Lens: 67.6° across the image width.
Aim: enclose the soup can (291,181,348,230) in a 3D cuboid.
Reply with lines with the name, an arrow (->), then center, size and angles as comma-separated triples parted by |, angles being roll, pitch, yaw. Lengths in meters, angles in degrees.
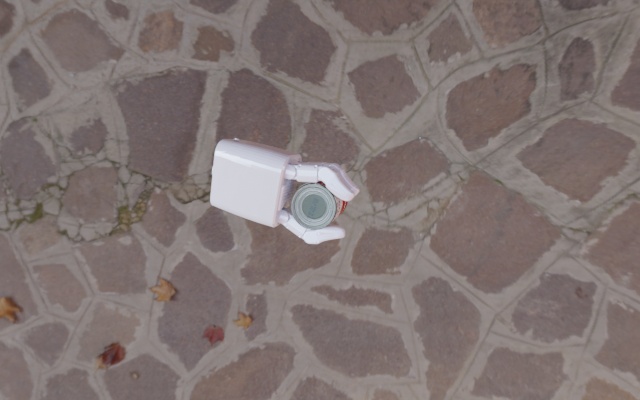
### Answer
soup can -> 0.000, 0.003, 0.711 | 0.068, 0.068, 0.102 | 0, 7, 12
